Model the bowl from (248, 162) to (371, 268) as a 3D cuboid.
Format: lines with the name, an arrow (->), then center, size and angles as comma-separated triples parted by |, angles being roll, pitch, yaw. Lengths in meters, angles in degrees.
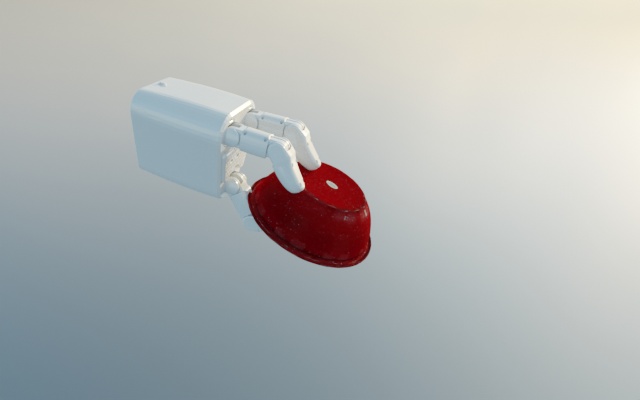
bowl -> 0.001, 0.002, 0.558 | 0.162, 0.055, 0.162 | 22, 31, -14
